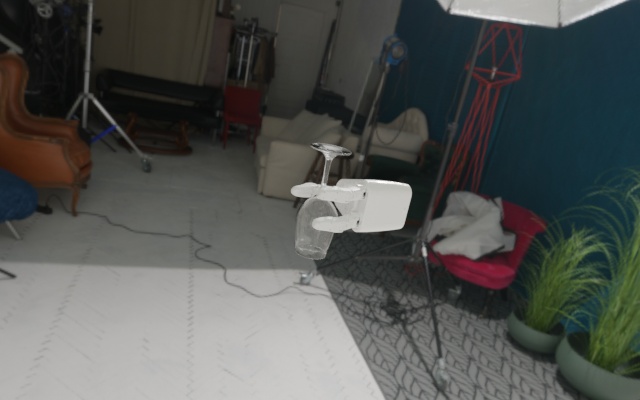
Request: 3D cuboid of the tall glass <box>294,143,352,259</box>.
[{"bbox_3d":[0.000,0.002,0.861,0.079,0.201,0.079,11,17,-3],"label":"tall glass"}]
